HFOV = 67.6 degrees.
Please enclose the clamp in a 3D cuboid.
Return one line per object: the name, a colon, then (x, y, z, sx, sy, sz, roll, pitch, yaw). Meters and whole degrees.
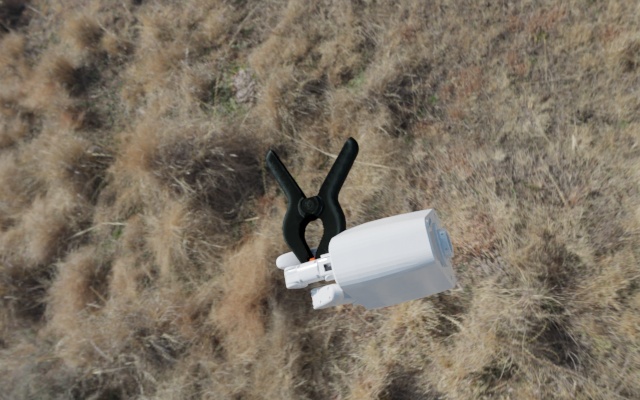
clamp: (0.000, 0.002, 0.579, 0.120, 0.171, 0.039, -17, -17, 20)
